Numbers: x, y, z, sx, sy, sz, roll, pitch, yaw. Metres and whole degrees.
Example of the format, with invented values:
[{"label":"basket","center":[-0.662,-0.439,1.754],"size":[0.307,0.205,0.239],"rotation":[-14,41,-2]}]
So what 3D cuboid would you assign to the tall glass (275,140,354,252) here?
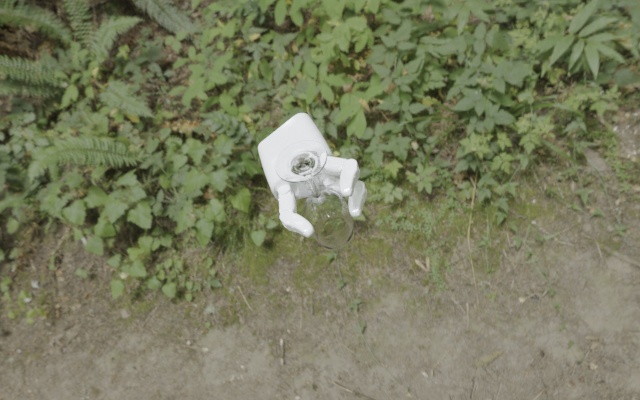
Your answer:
[{"label":"tall glass","center":[0.000,0.002,0.725],"size":[0.079,0.079,0.201],"rotation":[0,-35,19]}]
